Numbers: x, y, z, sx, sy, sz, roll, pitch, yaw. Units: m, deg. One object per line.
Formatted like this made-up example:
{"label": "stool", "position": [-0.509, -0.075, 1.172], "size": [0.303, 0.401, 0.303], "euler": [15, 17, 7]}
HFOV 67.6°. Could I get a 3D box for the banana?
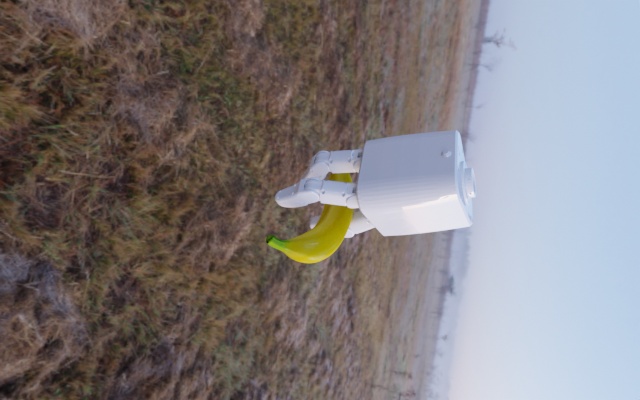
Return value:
{"label": "banana", "position": [0.008, 0.019, 0.576], "size": [0.037, 0.070, 0.197], "euler": [-20, 18, 33]}
